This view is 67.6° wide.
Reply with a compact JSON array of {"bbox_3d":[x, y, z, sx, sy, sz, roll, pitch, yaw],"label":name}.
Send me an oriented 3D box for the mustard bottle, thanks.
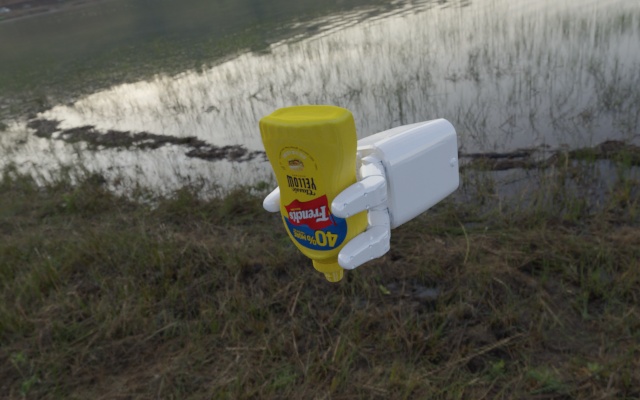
[{"bbox_3d":[0.000,0.002,0.490,0.096,0.192,0.058,7,32,32],"label":"mustard bottle"}]
